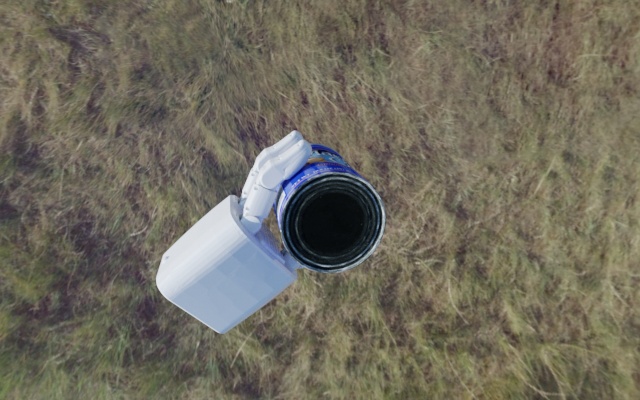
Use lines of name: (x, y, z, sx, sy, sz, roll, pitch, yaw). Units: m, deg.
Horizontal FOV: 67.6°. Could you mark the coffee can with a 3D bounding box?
coffee can: (0.000, 0.002, 0.514, 0.103, 0.103, 0.140, 0, 17, -11)
